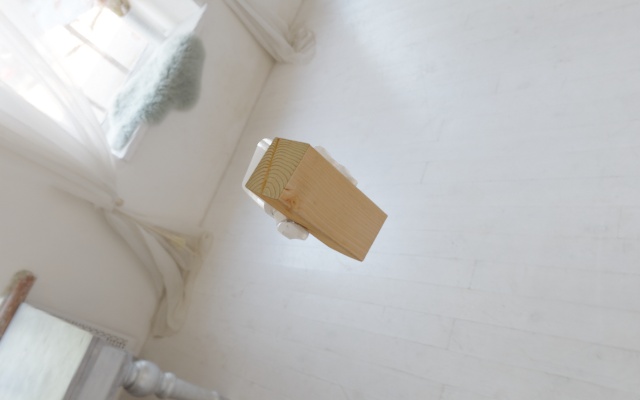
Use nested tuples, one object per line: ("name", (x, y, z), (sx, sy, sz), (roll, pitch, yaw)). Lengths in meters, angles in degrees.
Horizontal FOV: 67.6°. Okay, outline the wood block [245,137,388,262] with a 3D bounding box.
("wood block", (0.000, 0.002, 0.729), (0.090, 0.091, 0.206), (19, -15, 49))
